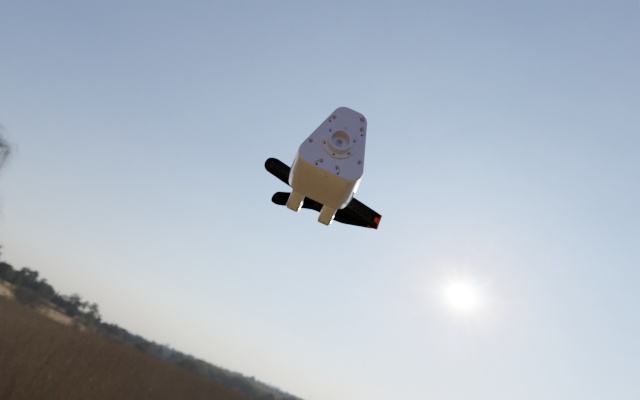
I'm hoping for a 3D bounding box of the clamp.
[{"bbox_3d":[0.001,0.002,0.819,0.210,0.036,0.165,23,-19,0],"label":"clamp"}]
